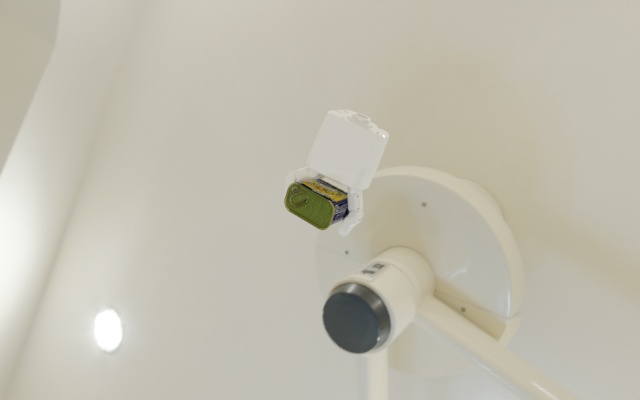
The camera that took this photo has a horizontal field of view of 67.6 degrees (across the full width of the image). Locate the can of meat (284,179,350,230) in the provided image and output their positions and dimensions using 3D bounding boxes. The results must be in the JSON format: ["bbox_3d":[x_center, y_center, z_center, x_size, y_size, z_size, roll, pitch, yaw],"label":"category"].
[{"bbox_3d":[0.000,0.003,0.867,0.102,0.057,0.084,29,24,24],"label":"can of meat"}]
